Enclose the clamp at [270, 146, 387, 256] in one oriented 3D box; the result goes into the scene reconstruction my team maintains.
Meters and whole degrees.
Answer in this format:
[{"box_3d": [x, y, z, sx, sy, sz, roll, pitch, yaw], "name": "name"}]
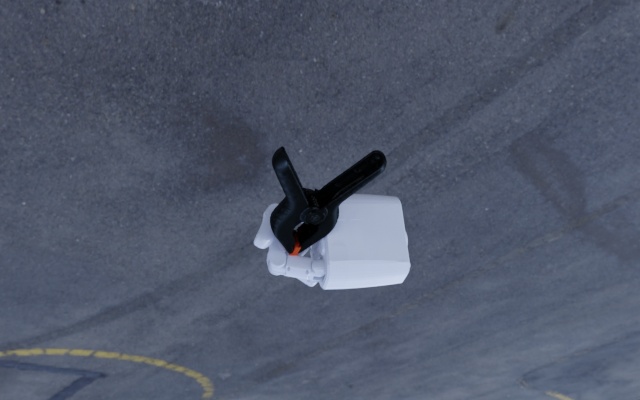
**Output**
[{"box_3d": [0.000, 0.002, 0.522, 0.120, 0.039, 0.172, -1, -35, -13], "name": "clamp"}]
